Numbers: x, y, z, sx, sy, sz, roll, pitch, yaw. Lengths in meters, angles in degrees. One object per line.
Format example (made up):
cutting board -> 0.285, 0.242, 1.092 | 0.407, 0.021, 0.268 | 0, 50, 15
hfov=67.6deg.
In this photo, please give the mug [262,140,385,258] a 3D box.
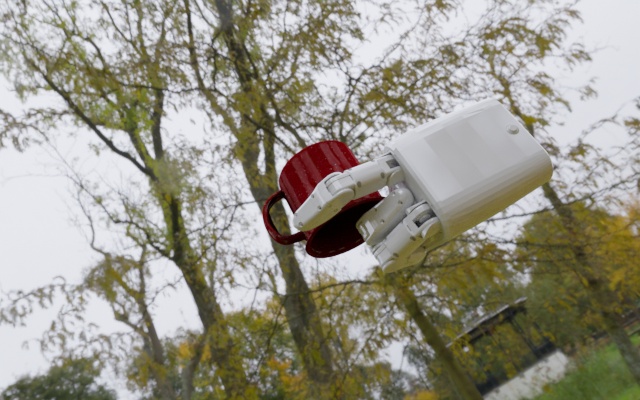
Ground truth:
mug -> -0.001, 0.002, 0.460 | 0.117, 0.081, 0.093 | -25, -28, -10
